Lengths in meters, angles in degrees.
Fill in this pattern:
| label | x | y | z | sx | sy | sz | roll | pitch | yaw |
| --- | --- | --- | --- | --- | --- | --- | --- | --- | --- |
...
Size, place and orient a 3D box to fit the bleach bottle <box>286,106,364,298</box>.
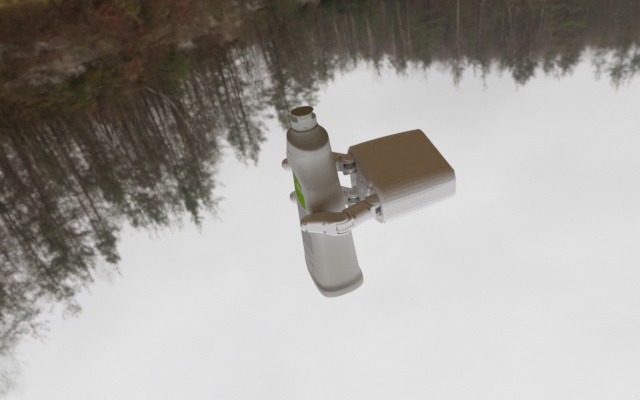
| label | x | y | z | sx | sy | sz | roll | pitch | yaw |
| --- | --- | --- | --- | --- | --- | --- | --- | --- | --- |
| bleach bottle | 0.000 | 0.002 | 0.621 | 0.068 | 0.251 | 0.102 | -19 | 34 | -13 |
